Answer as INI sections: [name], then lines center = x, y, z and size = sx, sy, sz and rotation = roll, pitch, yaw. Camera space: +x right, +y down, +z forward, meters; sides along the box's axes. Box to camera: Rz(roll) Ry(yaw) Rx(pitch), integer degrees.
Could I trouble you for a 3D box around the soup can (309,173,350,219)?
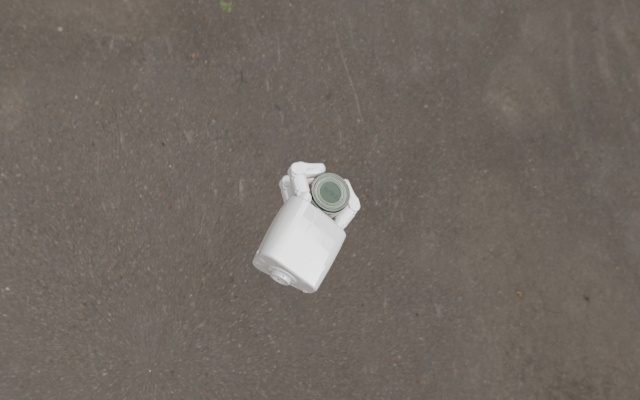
[soup can]
center = 0.001, 0.002, 0.788
size = 0.068, 0.068, 0.102
rotation = 0, -18, -20
